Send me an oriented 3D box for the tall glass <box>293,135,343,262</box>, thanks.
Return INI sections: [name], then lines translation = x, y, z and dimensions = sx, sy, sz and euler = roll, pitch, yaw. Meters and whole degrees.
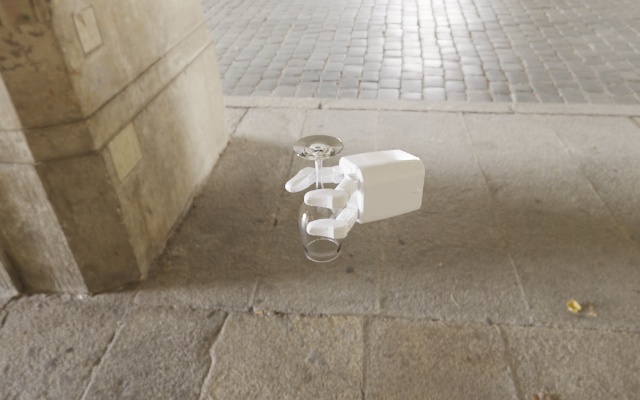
[tall glass]
translation = 0.000, 0.002, 0.752
dimensions = 0.079, 0.201, 0.079
euler = -1, 35, 1
